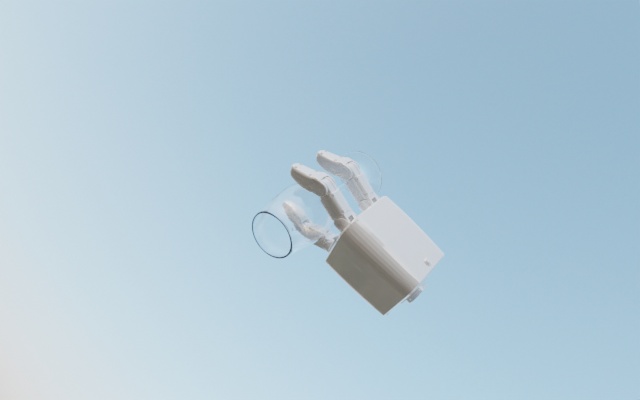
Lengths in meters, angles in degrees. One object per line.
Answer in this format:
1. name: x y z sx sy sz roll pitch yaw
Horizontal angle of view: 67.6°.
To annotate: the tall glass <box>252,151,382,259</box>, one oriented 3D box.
1. tall glass: 0.000 0.002 0.628 0.079 0.079 0.201 0 23 40
